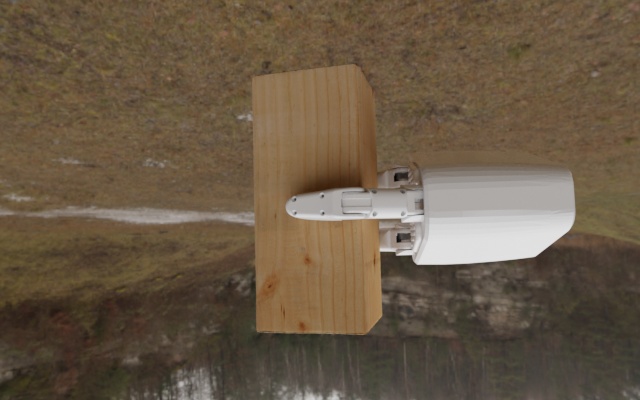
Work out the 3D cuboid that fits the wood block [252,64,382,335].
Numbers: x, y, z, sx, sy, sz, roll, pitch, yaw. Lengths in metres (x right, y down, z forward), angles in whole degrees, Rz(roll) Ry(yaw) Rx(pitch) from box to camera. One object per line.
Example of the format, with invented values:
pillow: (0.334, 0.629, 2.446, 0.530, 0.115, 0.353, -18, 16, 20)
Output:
wood block: (0.000, 0.001, 0.411, 0.090, 0.206, 0.091, -3, -5, 15)
